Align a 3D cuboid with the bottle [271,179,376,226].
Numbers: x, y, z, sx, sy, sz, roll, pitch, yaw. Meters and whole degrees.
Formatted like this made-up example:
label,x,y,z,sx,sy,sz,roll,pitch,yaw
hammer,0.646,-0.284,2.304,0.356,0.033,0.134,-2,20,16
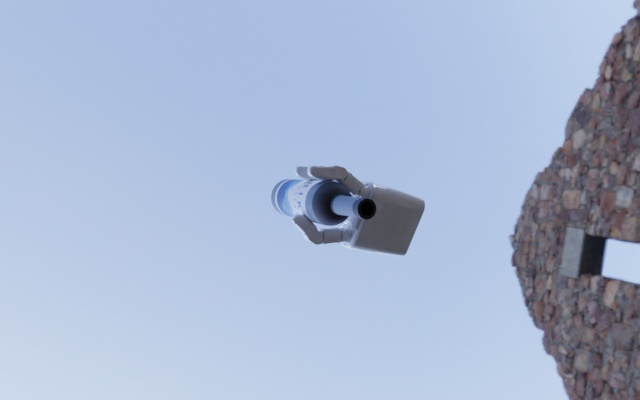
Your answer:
label,x,y,z,sx,sy,sz,roll,pitch,yaw
bottle,0.000,0.002,0.738,0.069,0.069,0.295,0,3,-24
